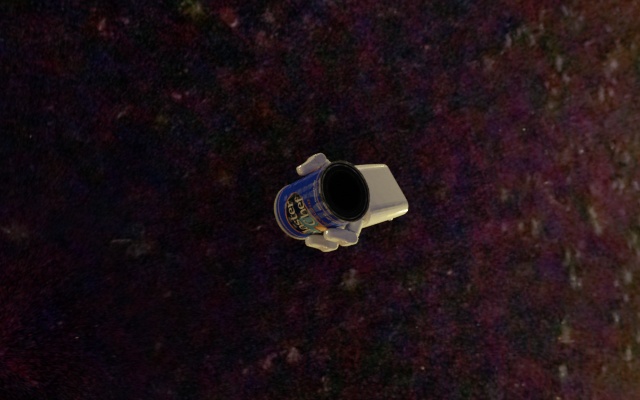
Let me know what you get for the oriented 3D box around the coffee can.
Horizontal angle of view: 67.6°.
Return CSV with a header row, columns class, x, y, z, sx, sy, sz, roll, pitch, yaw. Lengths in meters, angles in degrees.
class,x,y,z,sx,sy,sz,roll,pitch,yaw
coffee can,0.000,0.003,0.809,0.103,0.102,0.140,0,-15,-36
